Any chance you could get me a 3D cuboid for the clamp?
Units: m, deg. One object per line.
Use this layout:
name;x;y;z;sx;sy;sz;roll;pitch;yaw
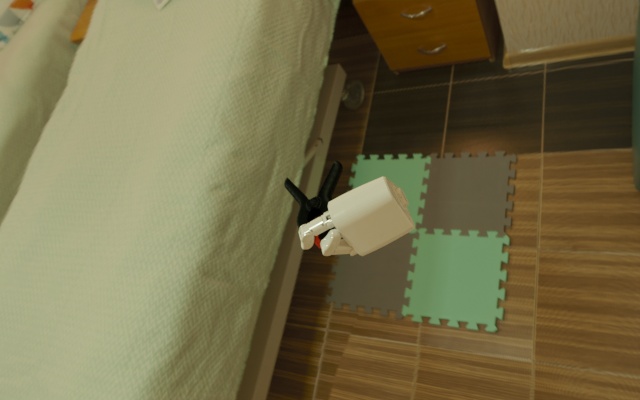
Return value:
clamp;0.000;0.003;0.881;0.120;0.171;0.039;-29;-35;17
